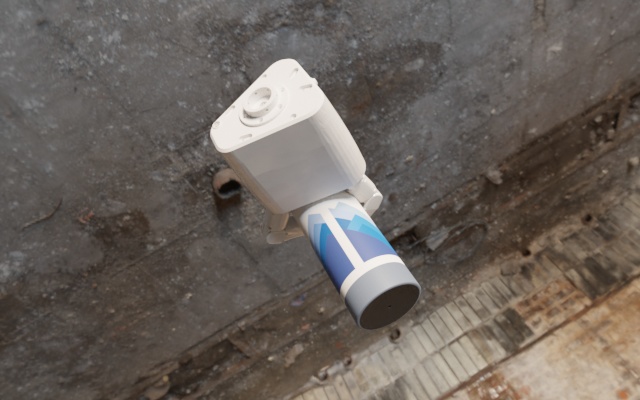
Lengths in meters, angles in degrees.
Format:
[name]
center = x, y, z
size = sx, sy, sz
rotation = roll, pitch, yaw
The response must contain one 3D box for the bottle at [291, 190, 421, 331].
[bottle]
center = 0.000, 0.002, 0.521
size = 0.069, 0.069, 0.295
rotation = 0, 40, -33
